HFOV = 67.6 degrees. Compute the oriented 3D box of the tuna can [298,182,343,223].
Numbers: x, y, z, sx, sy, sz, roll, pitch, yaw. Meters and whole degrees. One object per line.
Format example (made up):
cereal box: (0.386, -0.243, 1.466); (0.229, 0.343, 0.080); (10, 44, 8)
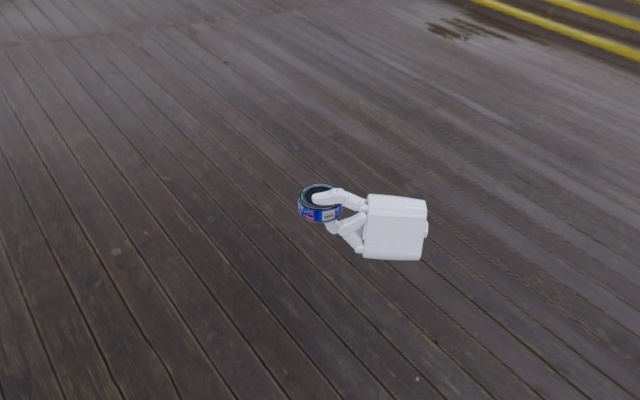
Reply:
tuna can: (0.000, 0.002, 0.895); (0.086, 0.034, 0.086); (0, 38, 0)
